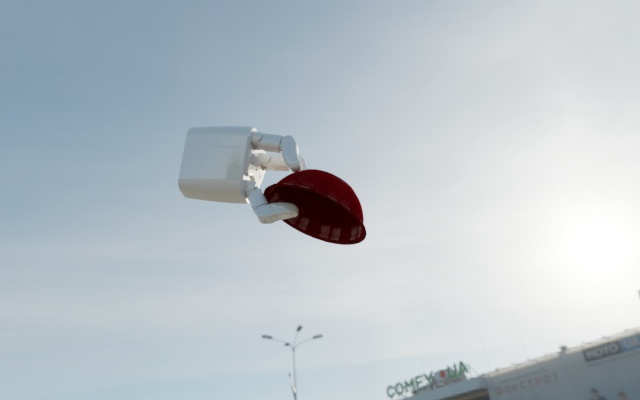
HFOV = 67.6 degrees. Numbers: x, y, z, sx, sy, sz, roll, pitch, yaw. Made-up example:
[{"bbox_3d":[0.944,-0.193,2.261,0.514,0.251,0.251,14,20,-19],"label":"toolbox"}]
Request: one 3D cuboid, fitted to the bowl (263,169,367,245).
[{"bbox_3d":[0.002,0.002,0.703,0.162,0.055,0.162,20,-25,10],"label":"bowl"}]
